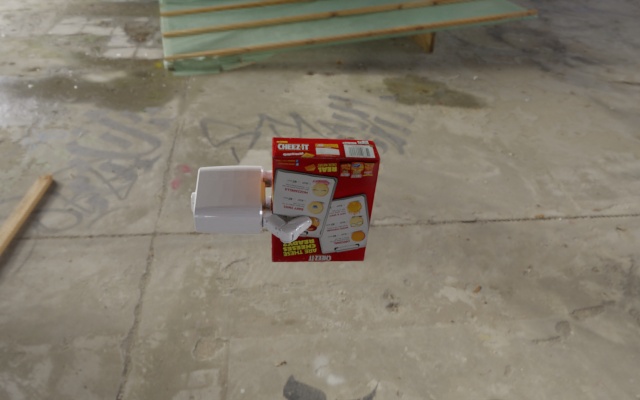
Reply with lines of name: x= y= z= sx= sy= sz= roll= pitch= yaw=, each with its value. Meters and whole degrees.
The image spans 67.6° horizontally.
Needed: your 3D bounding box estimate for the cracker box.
cracker box: x=0.000 y=0.003 z=0.790 sx=0.164 sy=0.214 sz=0.072 roll=0 pitch=37 yaw=-6
